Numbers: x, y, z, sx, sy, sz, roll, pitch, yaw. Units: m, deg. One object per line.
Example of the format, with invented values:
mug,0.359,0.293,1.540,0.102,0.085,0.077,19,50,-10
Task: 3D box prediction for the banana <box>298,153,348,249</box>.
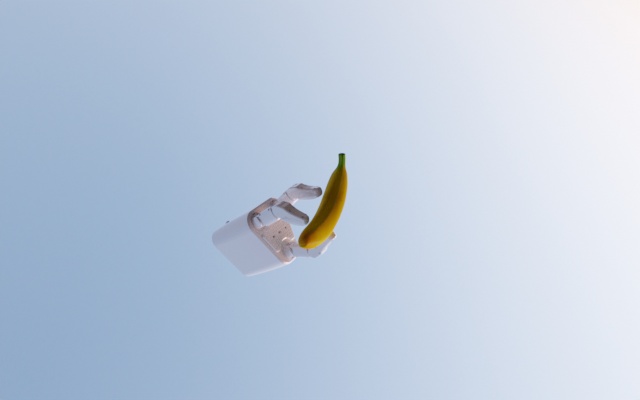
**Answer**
banana,0.007,0.013,0.744,0.037,0.197,0.070,-2,-46,26
